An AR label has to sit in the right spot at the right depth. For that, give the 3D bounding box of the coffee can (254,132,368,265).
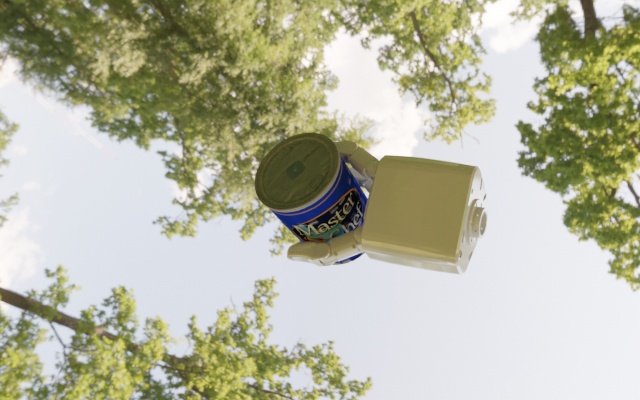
[{"bbox_3d":[0.000,0.002,0.573,0.103,0.102,0.140,0,-31,28],"label":"coffee can"}]
